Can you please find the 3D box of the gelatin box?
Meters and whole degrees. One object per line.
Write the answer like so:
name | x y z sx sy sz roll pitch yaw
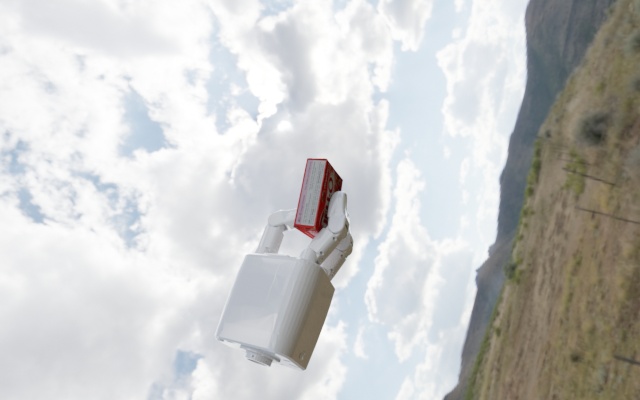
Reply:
gelatin box | 0.000 0.002 0.588 0.030 0.089 0.073 4 -16 20
